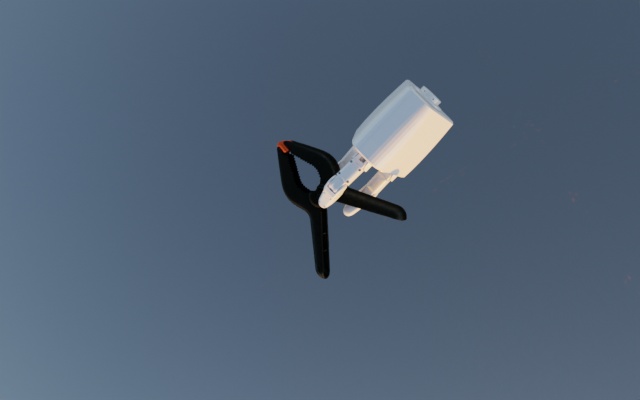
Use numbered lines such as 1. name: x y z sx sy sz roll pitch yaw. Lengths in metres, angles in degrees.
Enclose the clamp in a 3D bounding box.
1. clamp: 0.000 0.002 0.705 0.164 0.210 0.036 -47 -10 20
